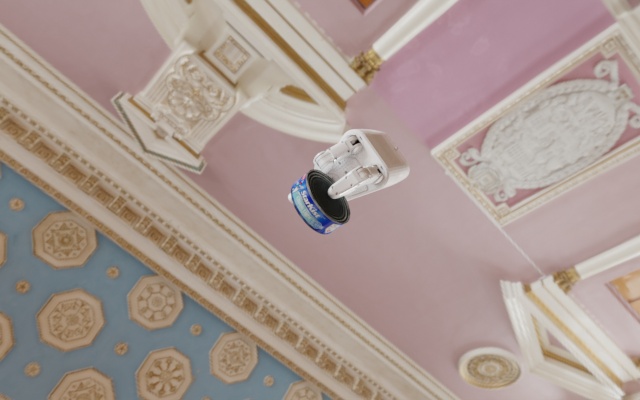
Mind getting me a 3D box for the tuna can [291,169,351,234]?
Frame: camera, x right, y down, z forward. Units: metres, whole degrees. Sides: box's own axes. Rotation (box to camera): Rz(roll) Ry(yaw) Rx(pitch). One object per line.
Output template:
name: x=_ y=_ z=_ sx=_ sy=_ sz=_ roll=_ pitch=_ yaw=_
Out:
tuna can: x=0.000 y=0.002 z=0.645 sx=0.034 sy=0.086 sz=0.086 roll=-36 pitch=-18 yaw=26
